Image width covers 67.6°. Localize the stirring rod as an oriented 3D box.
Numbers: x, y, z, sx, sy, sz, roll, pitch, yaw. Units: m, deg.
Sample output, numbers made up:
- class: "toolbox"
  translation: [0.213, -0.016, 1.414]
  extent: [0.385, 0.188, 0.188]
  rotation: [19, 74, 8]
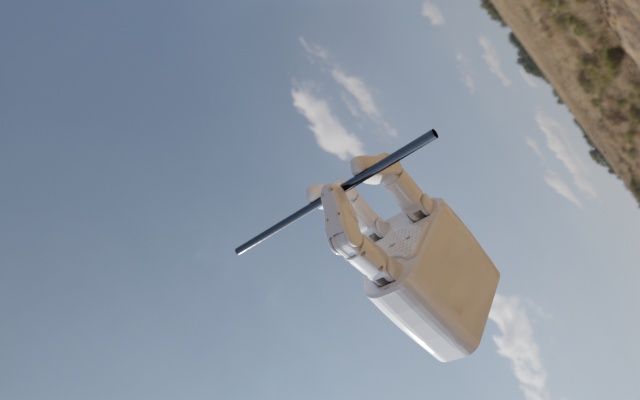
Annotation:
- class: "stirring rod"
  translation: [0.000, 0.001, 0.421]
  extent: [0.239, 0.011, 0.011]
  rotation: [-31, -19, 35]
